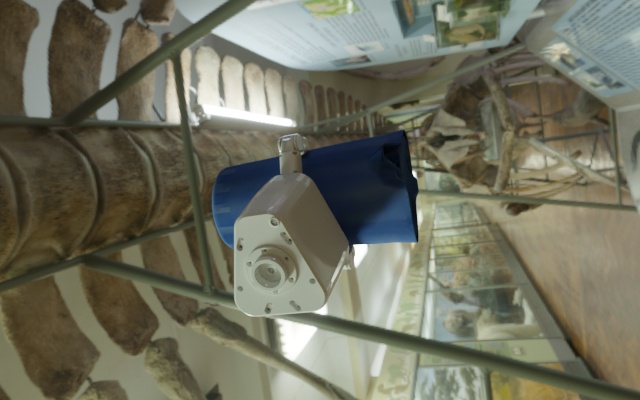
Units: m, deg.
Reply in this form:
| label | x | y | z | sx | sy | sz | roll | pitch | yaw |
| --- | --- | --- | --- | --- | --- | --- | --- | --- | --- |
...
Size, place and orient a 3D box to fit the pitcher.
| label | x | y | z | sx | sy | sz | roll | pitch | yaw |
| --- | --- | --- | --- | --- | --- | --- | --- | --- | --- |
| pitcher | 0.000 | 0.002 | 0.596 | 0.243 | 0.149 | 0.145 | -7 | 18 | 15 |
